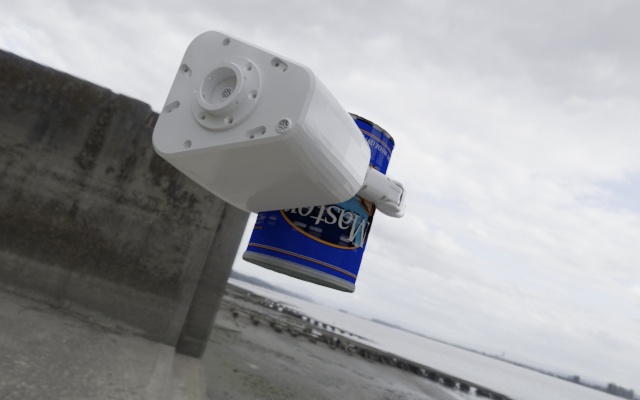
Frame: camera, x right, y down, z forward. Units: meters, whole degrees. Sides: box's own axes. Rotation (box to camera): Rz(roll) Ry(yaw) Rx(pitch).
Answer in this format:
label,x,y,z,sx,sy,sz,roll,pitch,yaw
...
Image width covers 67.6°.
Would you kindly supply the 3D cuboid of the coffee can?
label,x,y,z,sx,sy,sz,roll,pitch,yaw
coffee can,0.000,0.002,0.432,0.103,0.140,0.103,16,-12,4
